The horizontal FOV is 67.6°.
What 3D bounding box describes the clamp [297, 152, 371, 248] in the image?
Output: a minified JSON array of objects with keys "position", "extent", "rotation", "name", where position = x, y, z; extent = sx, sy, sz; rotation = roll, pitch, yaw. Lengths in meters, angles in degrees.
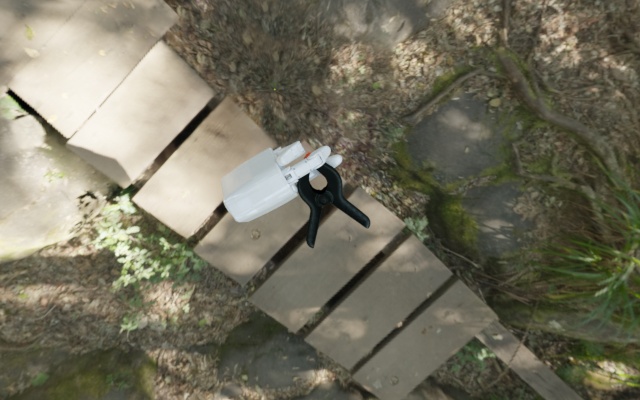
[{"position":[0.000,0.003,0.841],"extent":[0.120,0.171,0.039],"rotation":[-30,14,2],"name":"clamp"}]
